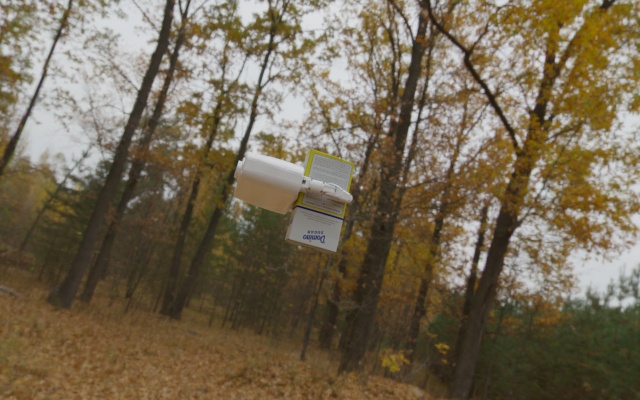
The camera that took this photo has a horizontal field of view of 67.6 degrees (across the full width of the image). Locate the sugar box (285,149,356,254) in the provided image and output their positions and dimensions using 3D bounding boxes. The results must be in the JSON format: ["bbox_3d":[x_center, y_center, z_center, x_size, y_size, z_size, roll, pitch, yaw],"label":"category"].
[{"bbox_3d":[0.000,0.003,0.887,0.093,0.176,0.048,17,-13,-12],"label":"sugar box"}]
